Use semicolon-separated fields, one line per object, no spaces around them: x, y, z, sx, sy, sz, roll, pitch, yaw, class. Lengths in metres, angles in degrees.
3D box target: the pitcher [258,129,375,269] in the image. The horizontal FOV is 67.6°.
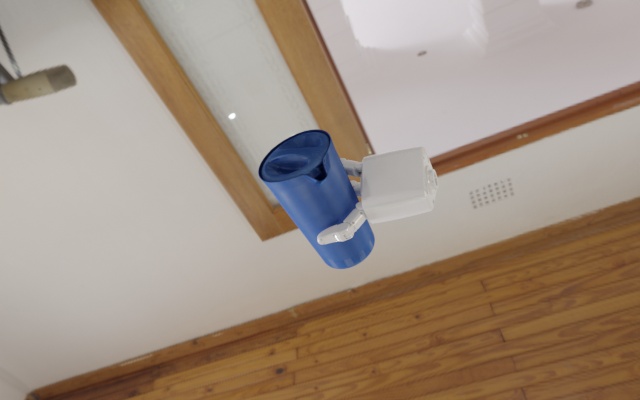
0.000;0.003;0.846;0.145;0.243;0.149;-13;38;23;pitcher
